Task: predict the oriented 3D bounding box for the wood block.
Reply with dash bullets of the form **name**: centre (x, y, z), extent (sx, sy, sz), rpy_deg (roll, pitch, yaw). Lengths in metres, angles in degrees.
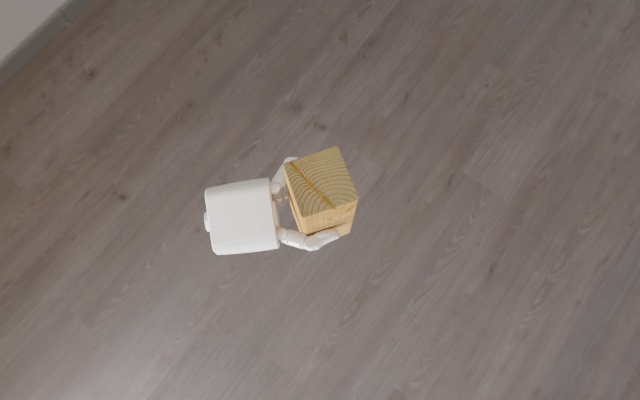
- **wood block**: centre (0.000, 0.003, 0.789), extent (0.090, 0.090, 0.206), rpy_deg (-19, -16, -6)
